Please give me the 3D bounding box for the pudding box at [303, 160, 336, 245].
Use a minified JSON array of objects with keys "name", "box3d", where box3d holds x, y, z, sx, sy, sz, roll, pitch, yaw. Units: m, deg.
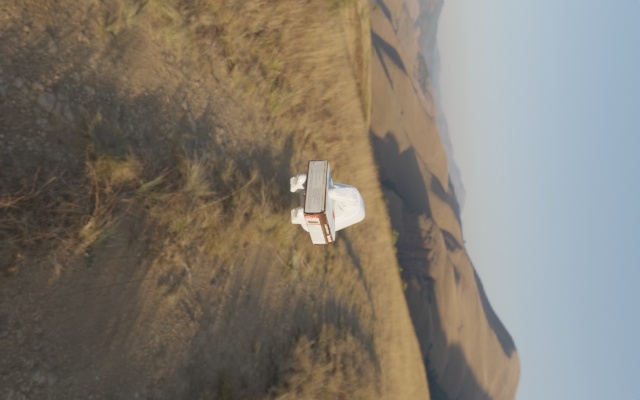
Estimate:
[{"name":"pudding box","box3d":[0.000,0.003,0.788,0.039,0.113,0.090,-5,-39,9]}]
